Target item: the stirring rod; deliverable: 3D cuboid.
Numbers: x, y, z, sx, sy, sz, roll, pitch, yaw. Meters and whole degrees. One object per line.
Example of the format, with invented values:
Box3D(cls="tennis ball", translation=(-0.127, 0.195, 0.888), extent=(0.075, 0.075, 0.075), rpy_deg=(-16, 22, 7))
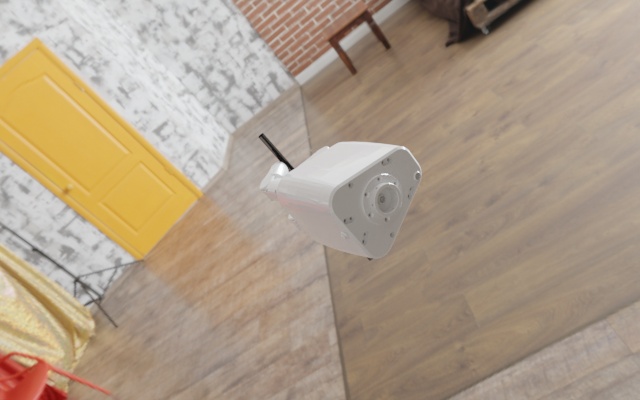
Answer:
Box3D(cls="stirring rod", translation=(0.000, 0.002, 0.629), extent=(0.240, 0.011, 0.011), rpy_deg=(48, -26, -26))
